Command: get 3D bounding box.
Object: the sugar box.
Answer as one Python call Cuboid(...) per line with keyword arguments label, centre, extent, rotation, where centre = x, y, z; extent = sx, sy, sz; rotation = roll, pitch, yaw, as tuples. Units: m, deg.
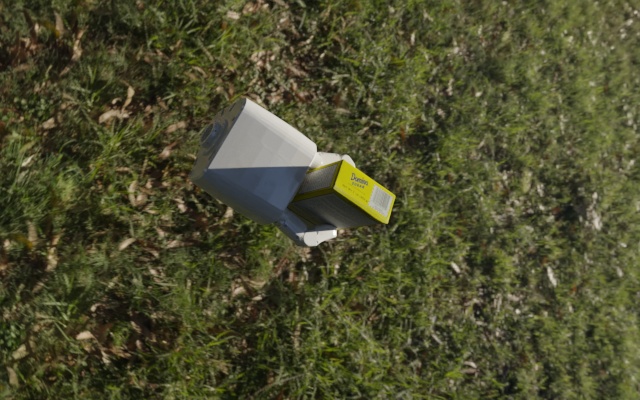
Cuboid(label="sugar box", centre=(0.000, 0.001, 0.618), extent=(0.093, 0.048, 0.176), rotation=(33, -24, -30))
